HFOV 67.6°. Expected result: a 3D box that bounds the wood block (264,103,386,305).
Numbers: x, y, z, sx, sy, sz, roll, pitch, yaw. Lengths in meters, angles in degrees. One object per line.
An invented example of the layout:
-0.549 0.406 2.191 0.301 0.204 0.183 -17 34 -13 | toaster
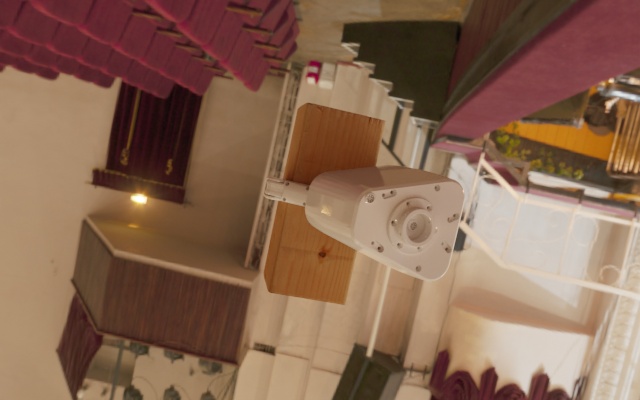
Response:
0.000 0.002 0.552 0.091 0.206 0.090 12 4 -11 | wood block
